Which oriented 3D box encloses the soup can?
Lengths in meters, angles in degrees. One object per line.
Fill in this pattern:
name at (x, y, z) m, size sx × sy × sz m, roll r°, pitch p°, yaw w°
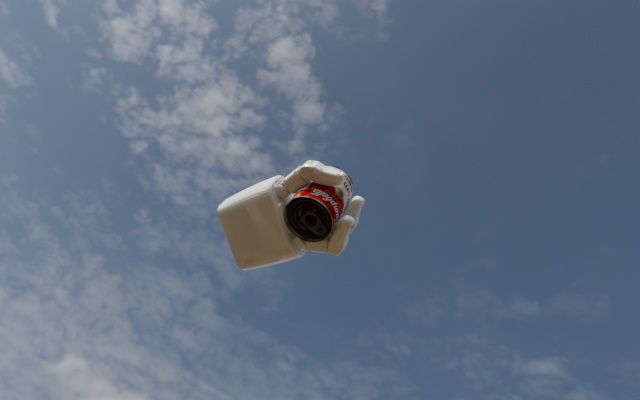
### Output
soup can at (0.001, 0.002, 0.654) m, size 0.068 × 0.068 × 0.102 m, roll 0°, pitch 27°, yaw 22°
